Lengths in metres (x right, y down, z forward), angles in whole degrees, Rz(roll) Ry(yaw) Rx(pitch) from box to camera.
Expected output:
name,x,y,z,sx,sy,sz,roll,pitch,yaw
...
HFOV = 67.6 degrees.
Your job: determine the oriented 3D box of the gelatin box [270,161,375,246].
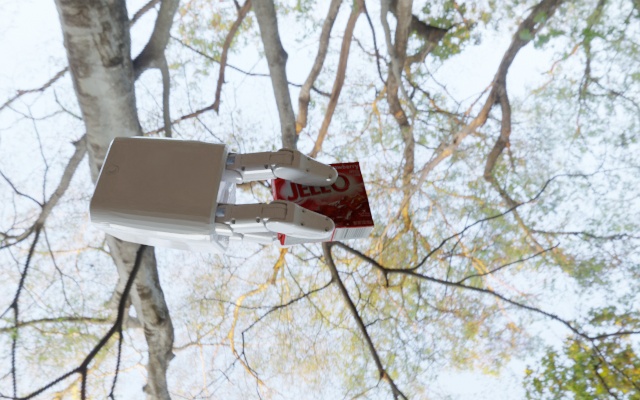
name,x,y,z,sx,sy,sz,roll,pitch,yaw
gelatin box,0.000,0.002,0.456,0.089,0.073,0.030,-4,-30,-12
